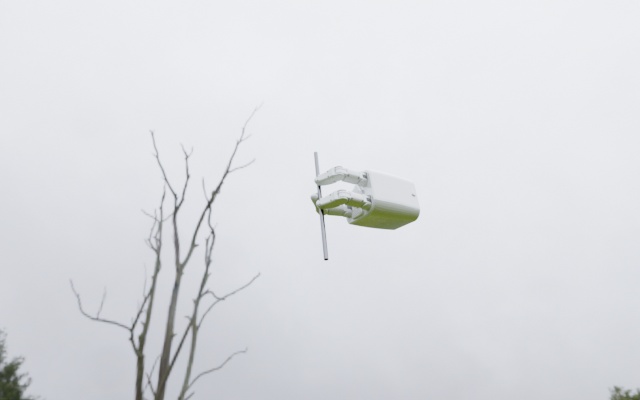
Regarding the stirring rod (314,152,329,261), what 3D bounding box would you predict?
[{"bbox_3d":[0.000,0.003,0.885,0.011,0.239,0.011,-4,-35,-3],"label":"stirring rod"}]
